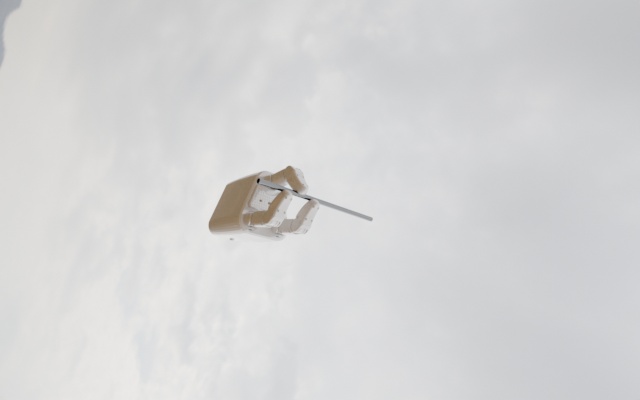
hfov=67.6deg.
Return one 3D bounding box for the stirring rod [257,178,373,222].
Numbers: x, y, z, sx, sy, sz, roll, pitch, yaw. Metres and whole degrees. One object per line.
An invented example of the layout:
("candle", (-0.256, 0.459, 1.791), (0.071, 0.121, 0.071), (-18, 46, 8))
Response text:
("stirring rod", (0.000, 0.002, 0.748), (0.239, 0.011, 0.011), (19, -13, -40))
